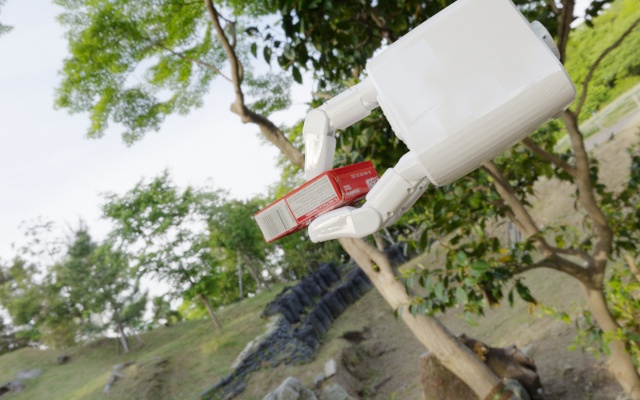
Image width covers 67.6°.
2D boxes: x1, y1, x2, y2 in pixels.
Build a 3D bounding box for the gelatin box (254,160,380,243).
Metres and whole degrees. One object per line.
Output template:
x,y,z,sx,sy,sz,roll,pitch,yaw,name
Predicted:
0.000,0.001,0.407,0.089,0.030,0.073,-30,-7,32,gelatin box
